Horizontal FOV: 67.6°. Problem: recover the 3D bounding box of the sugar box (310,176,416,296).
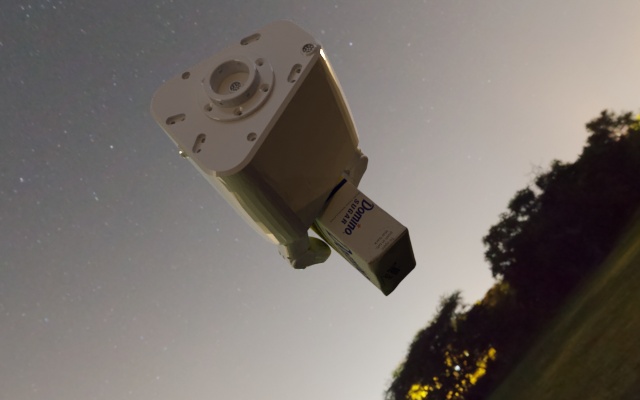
[{"bbox_3d":[0.000,0.002,0.410,0.176,0.048,0.093,43,-7,28],"label":"sugar box"}]
